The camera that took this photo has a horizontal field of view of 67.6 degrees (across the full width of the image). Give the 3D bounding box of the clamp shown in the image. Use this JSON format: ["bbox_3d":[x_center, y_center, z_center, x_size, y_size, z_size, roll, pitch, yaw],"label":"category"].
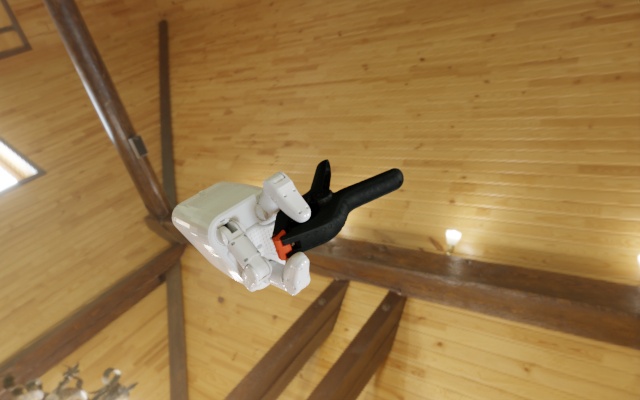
[{"bbox_3d":[0.000,0.002,0.544,0.171,0.039,0.120,-34,29,-31],"label":"clamp"}]
